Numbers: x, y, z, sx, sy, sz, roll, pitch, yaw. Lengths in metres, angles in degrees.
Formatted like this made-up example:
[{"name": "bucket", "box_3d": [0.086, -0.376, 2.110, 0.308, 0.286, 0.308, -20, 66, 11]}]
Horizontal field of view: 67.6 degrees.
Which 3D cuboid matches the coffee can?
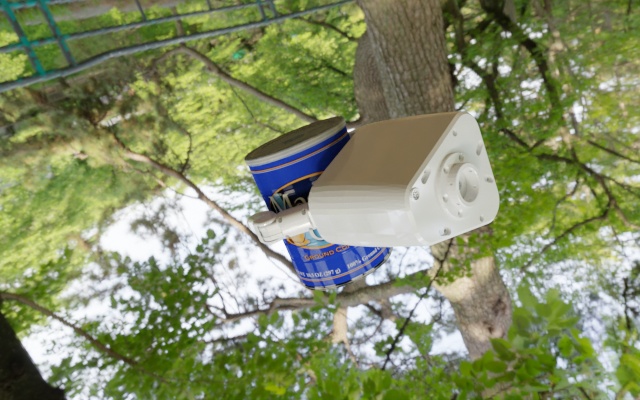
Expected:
[{"name": "coffee can", "box_3d": [0.000, 0.001, 0.472, 0.103, 0.140, 0.102, -21, 16, 6]}]
